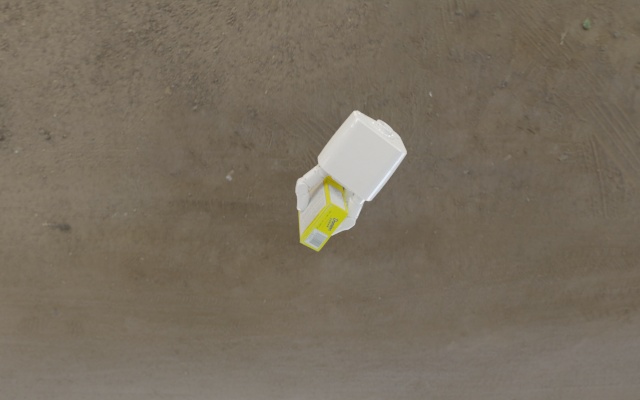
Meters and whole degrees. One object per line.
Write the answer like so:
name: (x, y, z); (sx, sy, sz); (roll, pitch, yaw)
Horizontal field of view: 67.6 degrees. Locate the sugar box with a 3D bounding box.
sugar box: (0.001, 0.003, 0.868); (0.048, 0.093, 0.176); (31, 24, -17)
